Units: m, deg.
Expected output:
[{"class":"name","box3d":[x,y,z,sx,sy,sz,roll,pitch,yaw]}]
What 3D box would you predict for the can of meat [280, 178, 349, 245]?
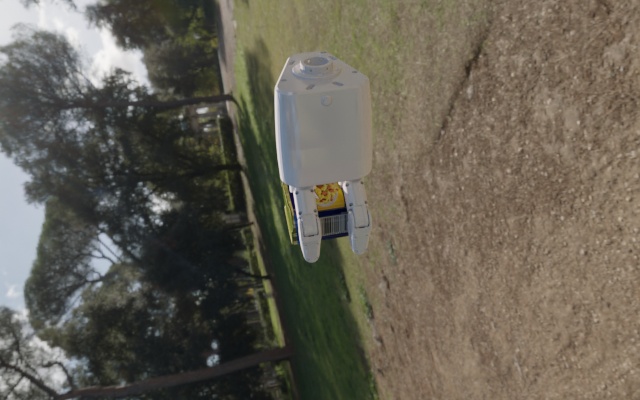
[{"class":"can of meat","box3d":[0.000,0.002,0.566,0.084,0.057,0.102,-8,41,-7]}]
